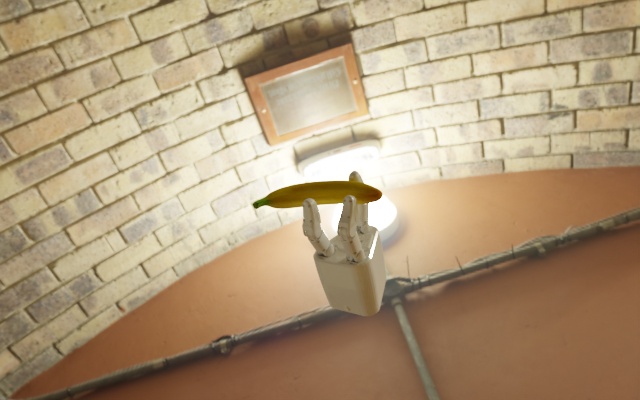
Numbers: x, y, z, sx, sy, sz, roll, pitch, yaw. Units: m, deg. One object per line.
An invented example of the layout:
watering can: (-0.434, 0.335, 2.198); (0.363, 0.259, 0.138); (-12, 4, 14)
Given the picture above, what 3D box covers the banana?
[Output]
banana: (-0.001, -0.006, 0.740); (0.198, 0.037, 0.069); (-6, 26, 12)
